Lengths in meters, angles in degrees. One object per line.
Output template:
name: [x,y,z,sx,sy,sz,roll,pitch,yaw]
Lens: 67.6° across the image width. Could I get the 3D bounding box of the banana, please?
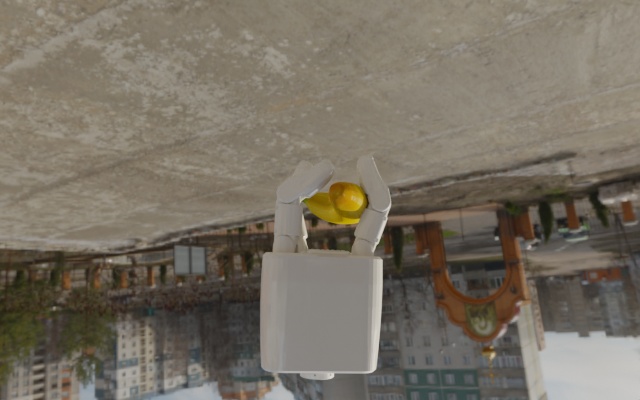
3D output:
banana: [0.017,0.005,0.522,0.069,0.037,0.198,10,-5,-15]
